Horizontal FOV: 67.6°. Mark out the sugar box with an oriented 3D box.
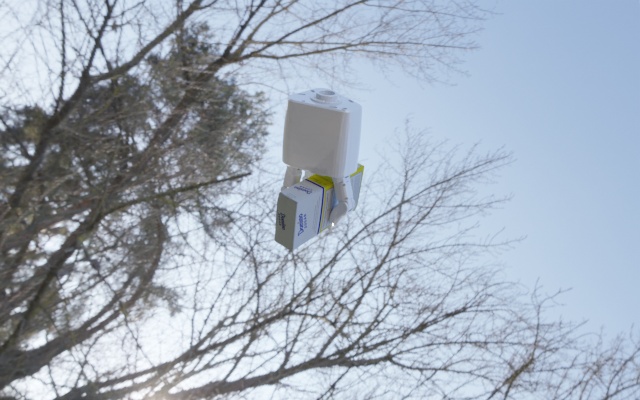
[{"bbox_3d":[0.000,0.002,0.778,0.048,0.093,0.176,29,37,31],"label":"sugar box"}]
